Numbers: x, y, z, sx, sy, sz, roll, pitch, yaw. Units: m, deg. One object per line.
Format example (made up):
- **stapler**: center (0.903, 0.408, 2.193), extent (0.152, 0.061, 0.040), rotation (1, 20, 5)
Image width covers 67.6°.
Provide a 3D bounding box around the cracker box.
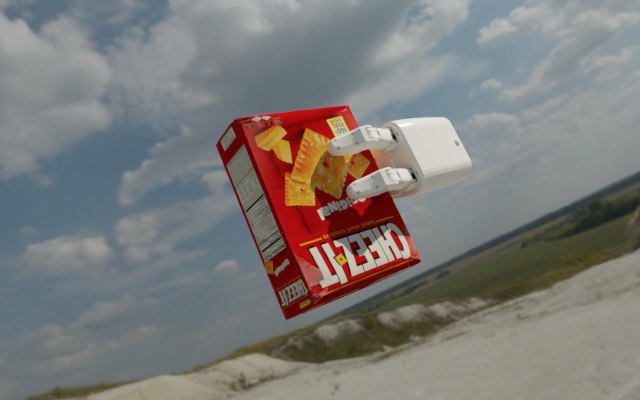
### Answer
- **cracker box**: center (0.000, 0.002, 0.543), extent (0.164, 0.213, 0.072), rotation (-14, -16, -37)
